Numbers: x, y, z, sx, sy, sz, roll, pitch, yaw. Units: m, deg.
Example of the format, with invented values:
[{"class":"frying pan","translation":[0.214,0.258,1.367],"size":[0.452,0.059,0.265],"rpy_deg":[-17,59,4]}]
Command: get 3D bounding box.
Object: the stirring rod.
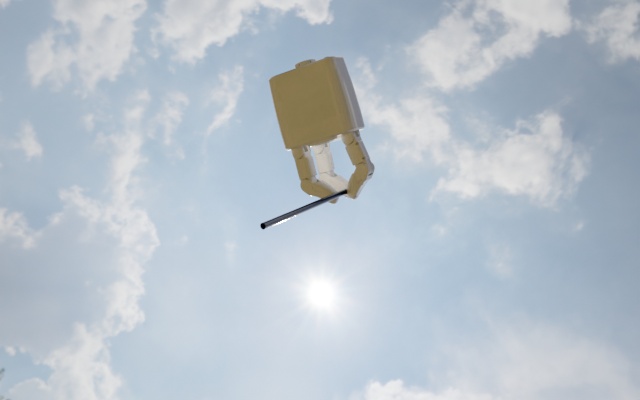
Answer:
[{"class":"stirring rod","translation":[0.000,0.002,0.633],"size":[0.011,0.011,0.239],"rpy_deg":[0,13,34]}]
